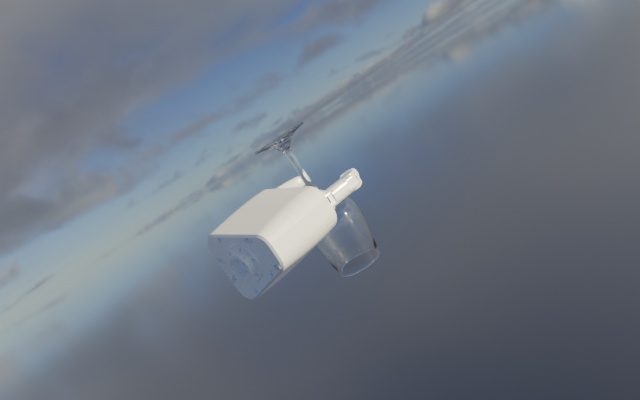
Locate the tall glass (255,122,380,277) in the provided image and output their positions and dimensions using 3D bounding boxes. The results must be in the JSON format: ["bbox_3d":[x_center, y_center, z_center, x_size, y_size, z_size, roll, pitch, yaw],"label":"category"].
[{"bbox_3d":[0.000,0.001,0.626,0.079,0.201,0.079,-32,9,6],"label":"tall glass"}]
